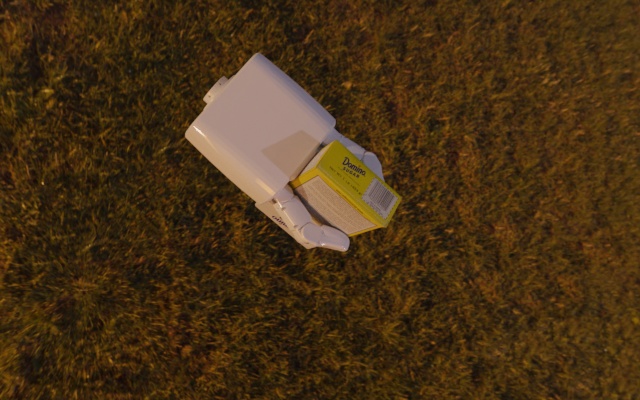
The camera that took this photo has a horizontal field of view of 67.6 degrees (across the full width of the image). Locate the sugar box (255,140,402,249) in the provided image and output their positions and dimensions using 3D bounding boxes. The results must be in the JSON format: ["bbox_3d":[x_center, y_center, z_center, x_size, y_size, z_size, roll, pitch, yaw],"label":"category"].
[{"bbox_3d":[0.000,0.001,0.531,0.093,0.048,0.176,41,-24,-14],"label":"sugar box"}]
